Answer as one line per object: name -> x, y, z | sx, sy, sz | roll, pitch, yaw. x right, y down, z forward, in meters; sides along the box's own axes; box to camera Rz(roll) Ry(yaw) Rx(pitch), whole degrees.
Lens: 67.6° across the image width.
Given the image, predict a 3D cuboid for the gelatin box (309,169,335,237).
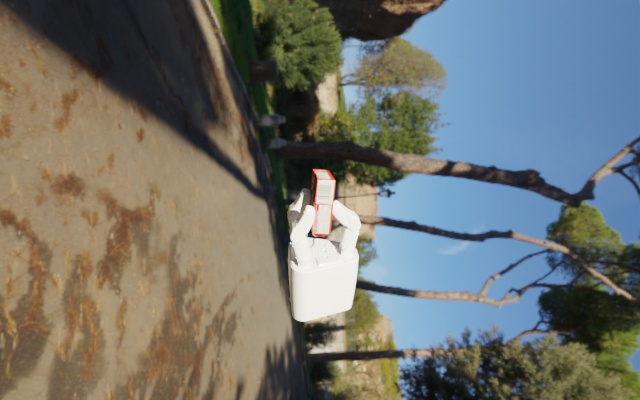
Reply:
gelatin box -> 0.001, 0.002, 0.735 | 0.030, 0.089, 0.073 | 3, 15, -7
